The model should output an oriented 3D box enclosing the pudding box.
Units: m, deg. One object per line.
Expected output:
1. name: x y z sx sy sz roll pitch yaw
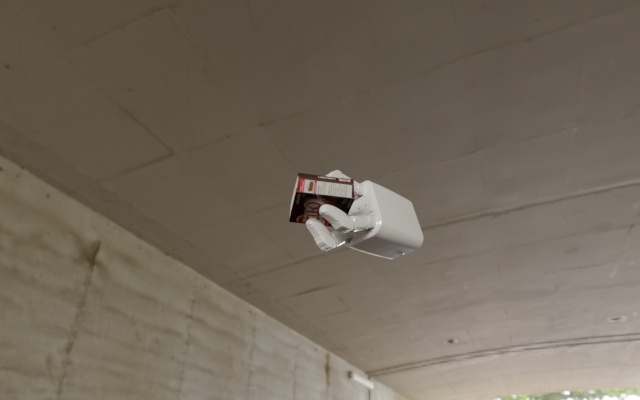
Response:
1. pudding box: 0.000 0.002 0.754 0.090 0.039 0.114 6 -29 -6
